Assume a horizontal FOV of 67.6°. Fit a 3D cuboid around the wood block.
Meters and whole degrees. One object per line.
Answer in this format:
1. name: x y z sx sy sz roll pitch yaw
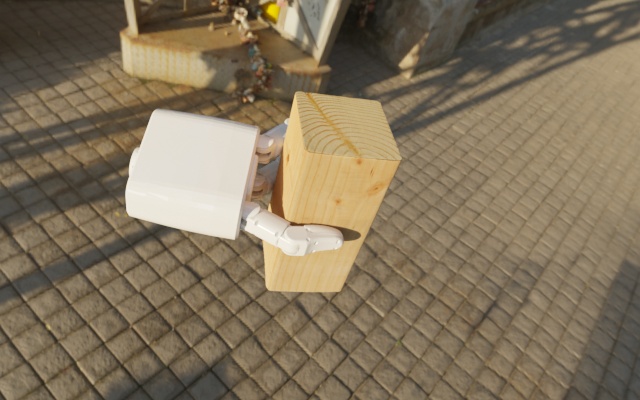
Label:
1. wood block: 0.000 0.002 0.504 0.090 0.090 0.206 4 -44 -15
